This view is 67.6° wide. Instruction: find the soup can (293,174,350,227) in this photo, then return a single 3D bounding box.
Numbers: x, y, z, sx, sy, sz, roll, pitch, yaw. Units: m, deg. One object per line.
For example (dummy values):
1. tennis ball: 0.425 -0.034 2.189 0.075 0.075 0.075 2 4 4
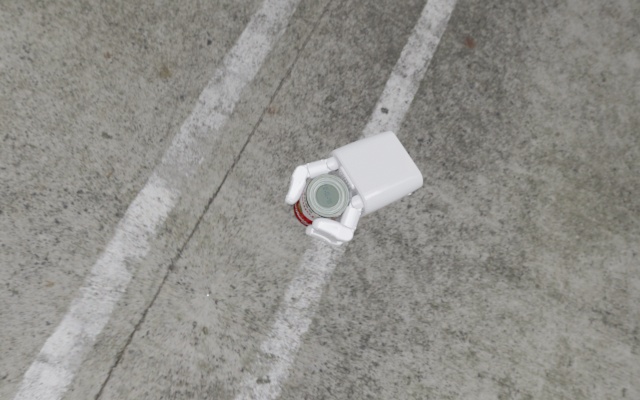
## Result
1. soup can: 0.000 0.002 0.735 0.068 0.068 0.102 0 -11 -13
